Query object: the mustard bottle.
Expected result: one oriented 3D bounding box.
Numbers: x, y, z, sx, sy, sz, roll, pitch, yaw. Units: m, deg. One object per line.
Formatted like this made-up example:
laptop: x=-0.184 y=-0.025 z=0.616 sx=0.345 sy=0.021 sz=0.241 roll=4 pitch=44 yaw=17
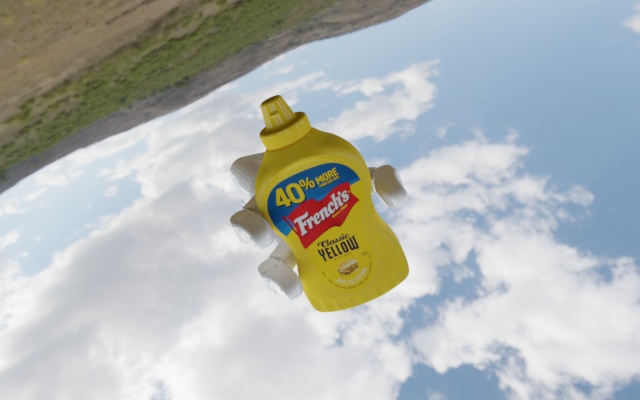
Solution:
mustard bottle: x=0.000 y=0.002 z=0.403 sx=0.096 sy=0.192 sz=0.058 roll=-22 pitch=24 yaw=8
